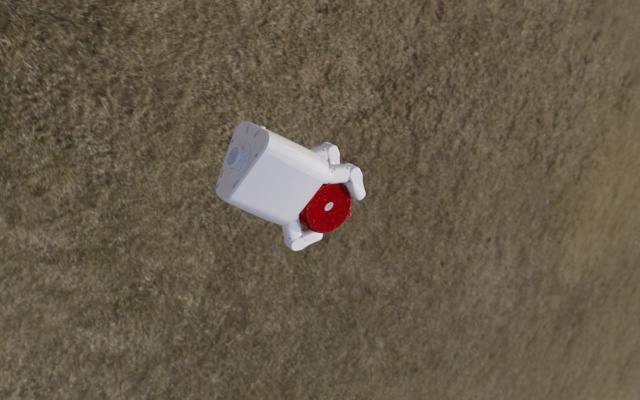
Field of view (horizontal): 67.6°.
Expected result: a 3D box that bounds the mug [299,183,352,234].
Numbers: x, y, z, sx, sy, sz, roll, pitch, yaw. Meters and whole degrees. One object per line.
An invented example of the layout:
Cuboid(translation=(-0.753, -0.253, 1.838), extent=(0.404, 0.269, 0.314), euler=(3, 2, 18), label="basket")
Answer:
Cuboid(translation=(0.001, 0.003, 0.720), extent=(0.117, 0.093, 0.081), euler=(25, 4, -39), label="mug")
